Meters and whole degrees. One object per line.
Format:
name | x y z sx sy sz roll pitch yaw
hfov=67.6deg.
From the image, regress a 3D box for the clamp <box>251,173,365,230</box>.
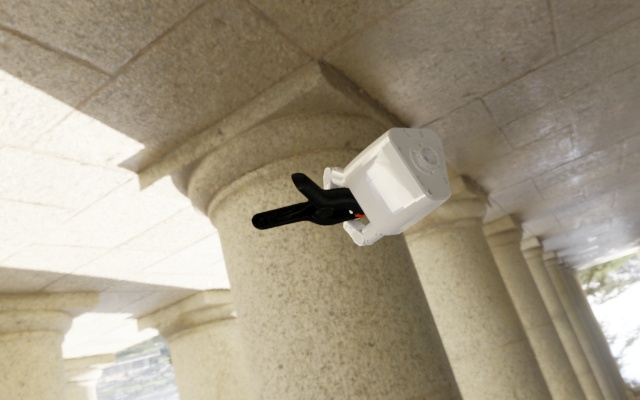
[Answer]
clamp | 0.000 0.003 0.668 0.171 0.039 0.120 -3 -25 -33
